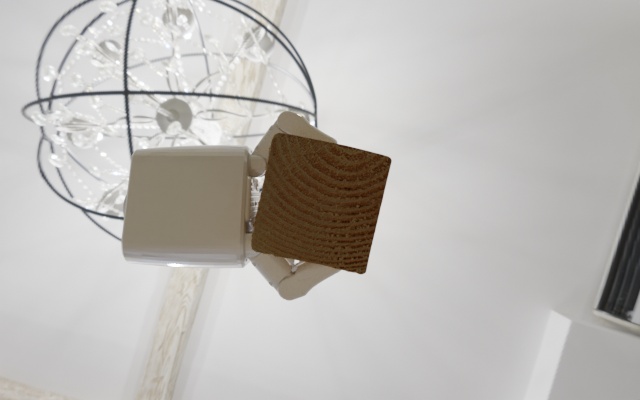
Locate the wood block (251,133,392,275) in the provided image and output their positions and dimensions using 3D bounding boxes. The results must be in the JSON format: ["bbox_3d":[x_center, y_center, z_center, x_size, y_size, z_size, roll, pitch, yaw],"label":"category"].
[{"bbox_3d":[0.000,0.001,0.448,0.090,0.091,0.206,12,1,0],"label":"wood block"}]
